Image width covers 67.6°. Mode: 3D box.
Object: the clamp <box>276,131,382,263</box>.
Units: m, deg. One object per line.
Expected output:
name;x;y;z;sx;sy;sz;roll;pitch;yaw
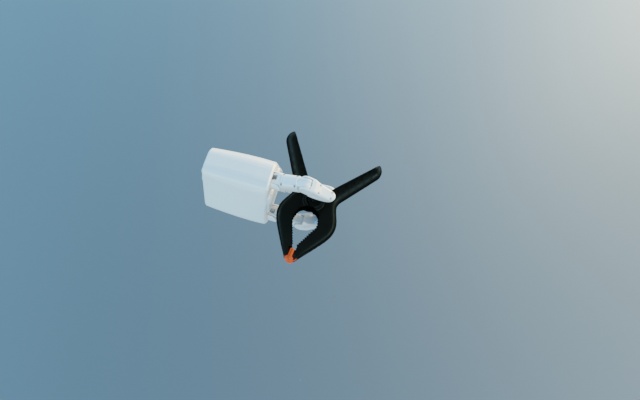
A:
clamp;0.000;0.003;0.749;0.164;0.210;0.036;16;-20;2
